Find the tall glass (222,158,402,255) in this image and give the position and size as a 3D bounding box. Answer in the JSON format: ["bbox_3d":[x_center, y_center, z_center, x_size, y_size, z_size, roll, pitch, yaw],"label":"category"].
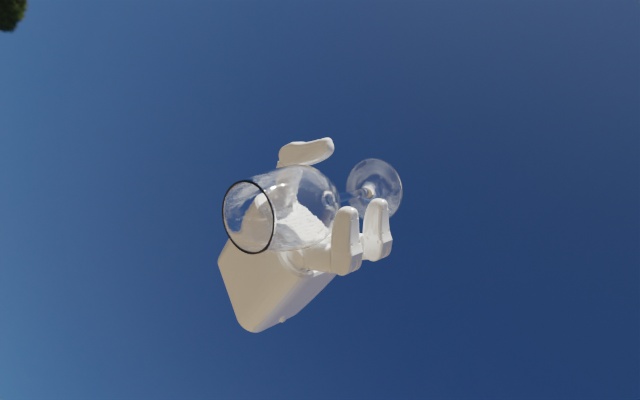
[{"bbox_3d":[0.001,0.001,0.467,0.079,0.079,0.201,0,7,38],"label":"tall glass"}]
